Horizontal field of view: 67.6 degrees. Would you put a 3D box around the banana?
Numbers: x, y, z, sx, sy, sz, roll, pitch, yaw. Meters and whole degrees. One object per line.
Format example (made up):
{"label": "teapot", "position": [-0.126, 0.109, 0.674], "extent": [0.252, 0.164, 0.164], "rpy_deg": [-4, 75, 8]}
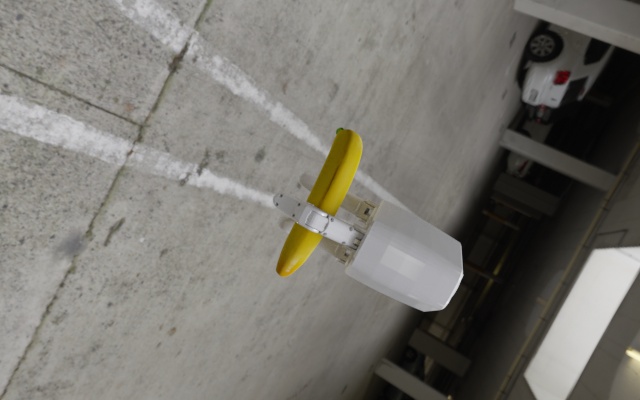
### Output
{"label": "banana", "position": [0.006, -0.006, 0.530], "extent": [0.037, 0.197, 0.070], "rpy_deg": [27, -19, -5]}
